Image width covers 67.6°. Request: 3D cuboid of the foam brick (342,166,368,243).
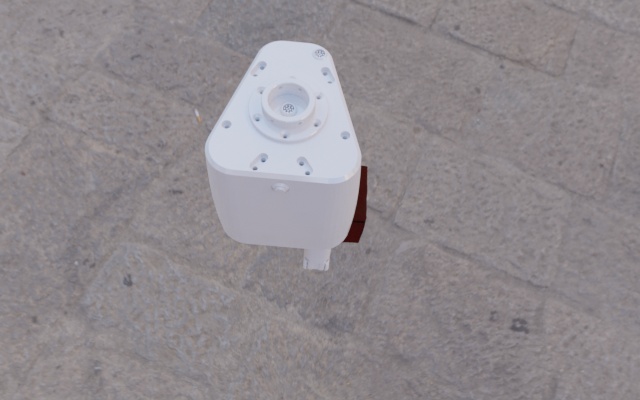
[{"bbox_3d":[0.000,0.001,0.411,0.078,0.053,0.051,5,-26,-1],"label":"foam brick"}]
